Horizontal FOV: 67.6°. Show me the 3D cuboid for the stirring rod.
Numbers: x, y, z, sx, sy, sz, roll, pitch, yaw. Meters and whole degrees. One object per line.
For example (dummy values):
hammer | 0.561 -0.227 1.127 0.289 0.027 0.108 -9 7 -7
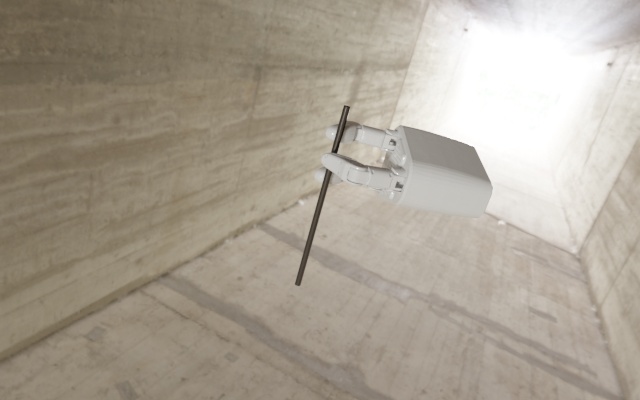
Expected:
stirring rod | 0.000 0.002 0.581 0.011 0.240 0.011 13 22 -5
